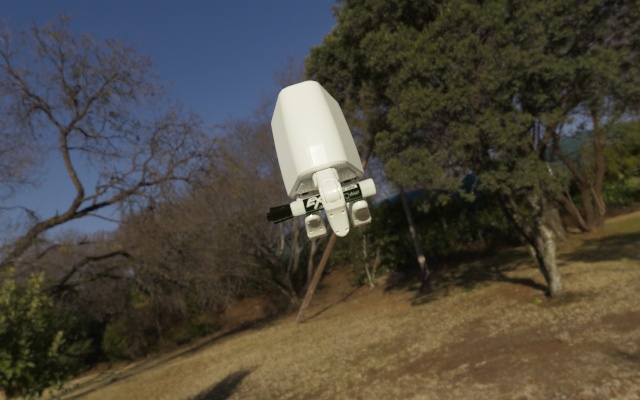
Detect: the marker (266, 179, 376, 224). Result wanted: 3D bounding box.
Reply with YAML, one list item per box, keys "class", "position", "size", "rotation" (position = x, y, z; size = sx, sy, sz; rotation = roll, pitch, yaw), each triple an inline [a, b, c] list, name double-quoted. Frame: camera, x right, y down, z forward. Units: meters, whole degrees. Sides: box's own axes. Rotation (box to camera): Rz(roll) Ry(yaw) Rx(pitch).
- class: "marker"
  position: [0.000, 0.002, 0.519]
  size: [0.121, 0.020, 0.020]
  rotation: [-16, 0, -1]
